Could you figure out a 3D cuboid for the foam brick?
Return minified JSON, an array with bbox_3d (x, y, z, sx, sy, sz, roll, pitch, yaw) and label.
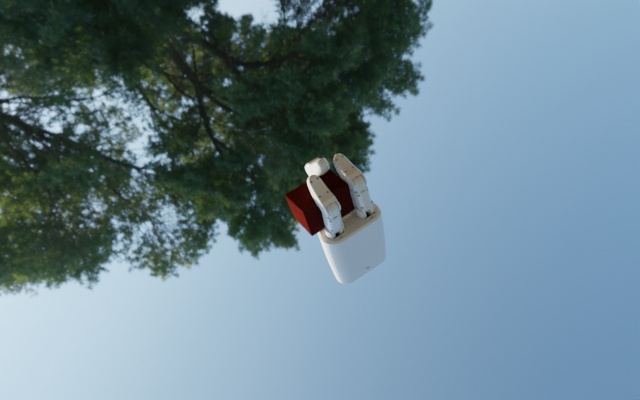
[{"bbox_3d":[0.000,0.002,0.679,0.078,0.051,0.053,-31,44,-15],"label":"foam brick"}]
